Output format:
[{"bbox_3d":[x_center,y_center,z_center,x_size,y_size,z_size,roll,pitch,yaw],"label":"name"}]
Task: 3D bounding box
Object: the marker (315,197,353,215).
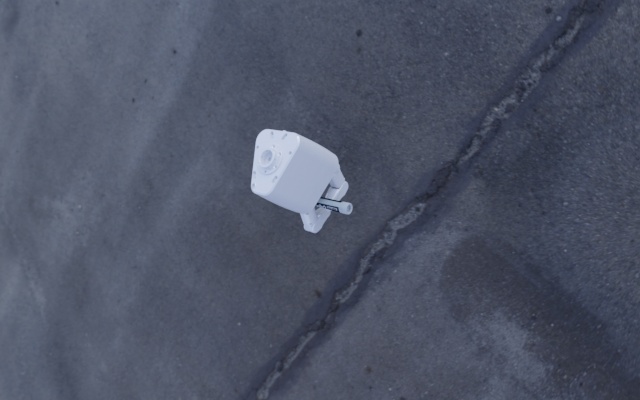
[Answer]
[{"bbox_3d":[0.000,0.003,0.805,0.121,0.020,0.020,13,8,38],"label":"marker"}]
